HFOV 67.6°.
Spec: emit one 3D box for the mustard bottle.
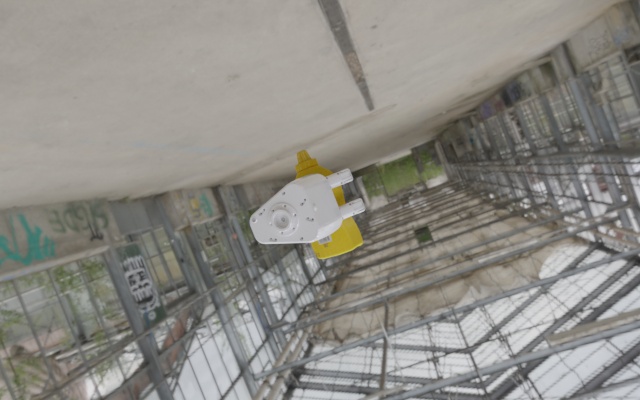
[{"bbox_3d":[0.000,0.003,0.842,0.096,0.191,0.058,-21,1,45],"label":"mustard bottle"}]
